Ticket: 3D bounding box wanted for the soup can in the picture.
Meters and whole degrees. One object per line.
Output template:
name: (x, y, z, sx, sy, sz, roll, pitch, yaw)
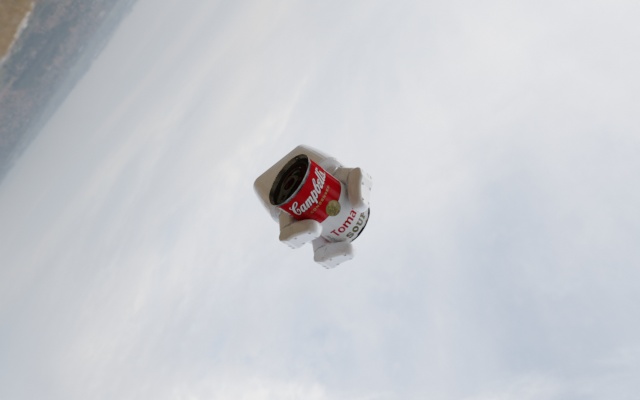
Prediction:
soup can: (0.001, 0.002, 0.559, 0.102, 0.068, 0.068, 35, -19, -29)
